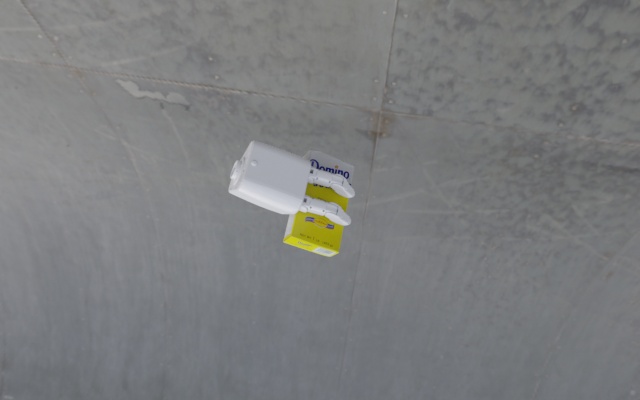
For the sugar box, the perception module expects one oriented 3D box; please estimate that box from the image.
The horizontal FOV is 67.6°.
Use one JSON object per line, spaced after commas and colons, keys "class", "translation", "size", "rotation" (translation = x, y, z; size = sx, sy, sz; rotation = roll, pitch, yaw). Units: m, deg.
{"class": "sugar box", "translation": [0.000, 0.003, 0.846], "size": [0.093, 0.176, 0.048], "rotation": [21, -25, -19]}
